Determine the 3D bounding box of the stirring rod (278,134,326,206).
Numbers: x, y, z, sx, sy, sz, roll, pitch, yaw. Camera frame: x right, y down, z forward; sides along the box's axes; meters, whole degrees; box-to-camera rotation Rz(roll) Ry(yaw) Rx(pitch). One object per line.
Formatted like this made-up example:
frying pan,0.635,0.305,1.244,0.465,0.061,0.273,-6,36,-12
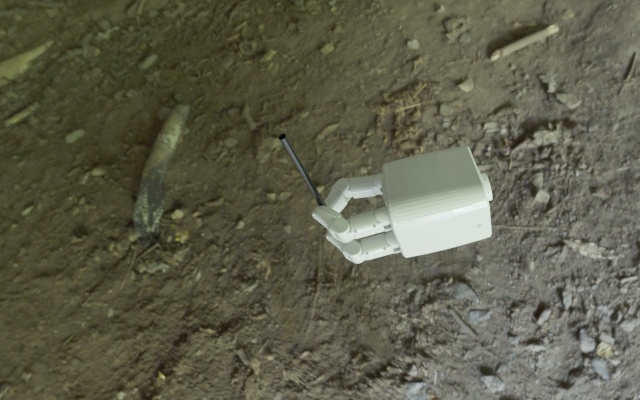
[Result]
stirring rod,0.000,0.002,0.569,0.011,0.011,0.240,0,-33,22
